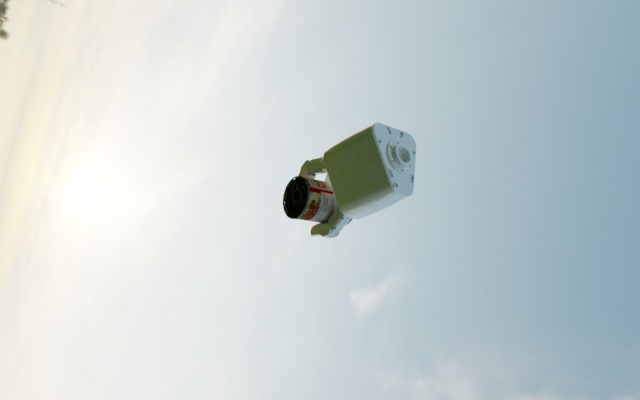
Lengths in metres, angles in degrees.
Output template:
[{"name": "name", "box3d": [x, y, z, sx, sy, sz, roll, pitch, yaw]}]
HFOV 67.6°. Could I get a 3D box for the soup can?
[{"name": "soup can", "box3d": [0.000, 0.003, 0.767, 0.102, 0.068, 0.068, 11, -7, -37]}]
